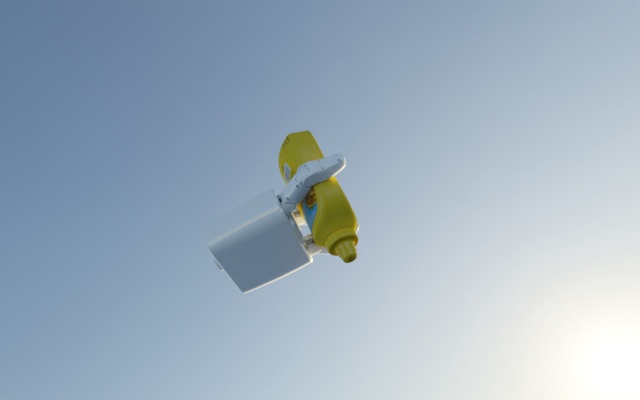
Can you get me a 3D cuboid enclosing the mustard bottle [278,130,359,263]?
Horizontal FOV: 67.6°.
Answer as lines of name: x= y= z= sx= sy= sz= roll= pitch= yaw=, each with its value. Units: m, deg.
mustard bottle: x=0.000 y=0.002 z=0.626 sx=0.058 sy=0.191 sz=0.096 roll=-12 pitch=-39 yaw=-19
